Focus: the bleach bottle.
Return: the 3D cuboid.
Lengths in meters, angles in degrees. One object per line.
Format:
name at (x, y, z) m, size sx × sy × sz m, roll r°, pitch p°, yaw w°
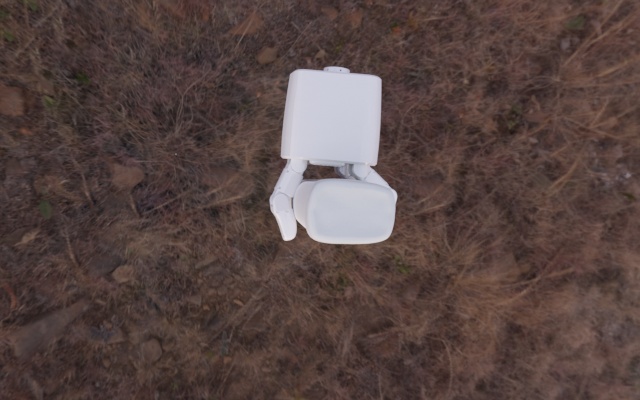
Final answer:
bleach bottle at (0.000, 0.002, 0.613) m, size 0.102 × 0.068 × 0.251 m, roll 4°, pitch 4°, yaw -17°
